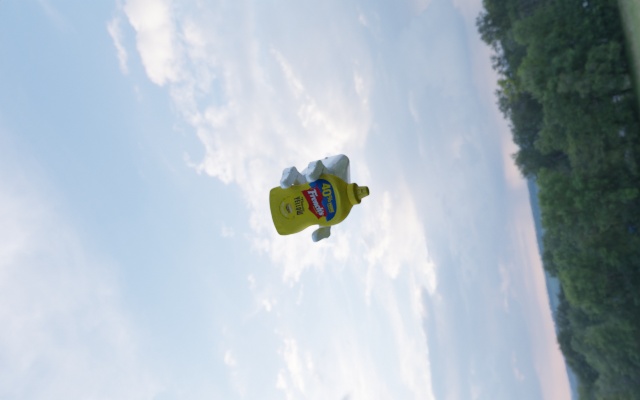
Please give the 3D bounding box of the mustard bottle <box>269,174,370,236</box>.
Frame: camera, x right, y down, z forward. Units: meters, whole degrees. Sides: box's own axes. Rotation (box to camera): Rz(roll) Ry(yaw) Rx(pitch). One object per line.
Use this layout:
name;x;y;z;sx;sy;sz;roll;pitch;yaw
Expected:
mustard bottle;0.000;0.003;0.888;0.191;0.096;0.058;-13;-6;23
